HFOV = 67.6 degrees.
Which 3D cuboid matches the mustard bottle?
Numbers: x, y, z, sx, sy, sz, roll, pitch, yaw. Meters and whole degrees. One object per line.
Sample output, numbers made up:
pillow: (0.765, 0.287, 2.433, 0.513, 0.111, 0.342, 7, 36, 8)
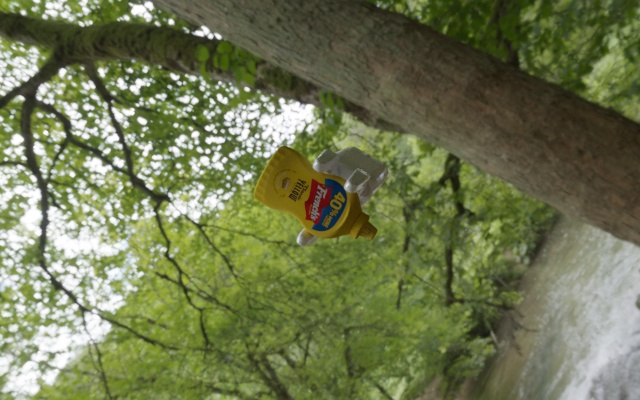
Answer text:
mustard bottle: (0.000, 0.002, 0.720, 0.191, 0.096, 0.058, 31, 5, 11)
